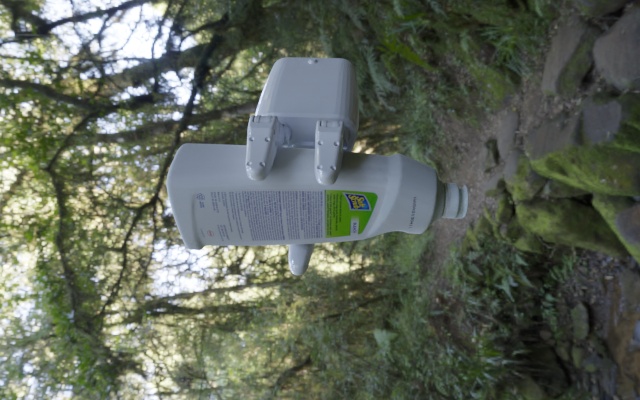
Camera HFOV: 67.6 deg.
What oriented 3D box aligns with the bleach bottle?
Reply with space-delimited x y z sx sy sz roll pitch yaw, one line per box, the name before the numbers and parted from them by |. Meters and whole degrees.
bleach bottle | 0.000 0.001 0.428 0.251 0.068 0.103 3 -43 4
